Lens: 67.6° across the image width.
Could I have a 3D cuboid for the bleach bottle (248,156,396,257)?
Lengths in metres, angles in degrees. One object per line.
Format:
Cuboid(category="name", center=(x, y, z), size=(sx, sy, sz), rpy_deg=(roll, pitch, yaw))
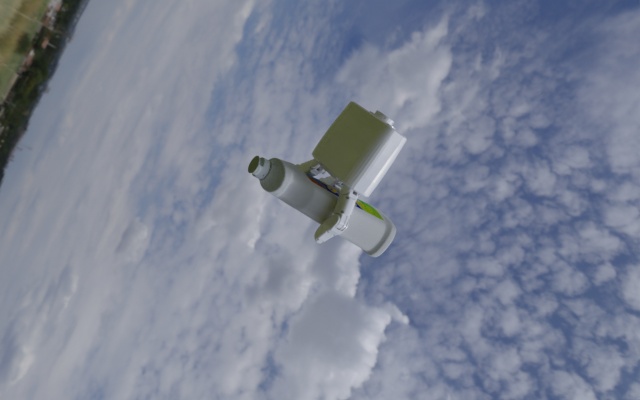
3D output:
Cuboid(category="bleach bottle", center=(0.000, 0.002, 0.740), size=(0.251, 0.068, 0.102), rpy_deg=(28, 12, -33))
